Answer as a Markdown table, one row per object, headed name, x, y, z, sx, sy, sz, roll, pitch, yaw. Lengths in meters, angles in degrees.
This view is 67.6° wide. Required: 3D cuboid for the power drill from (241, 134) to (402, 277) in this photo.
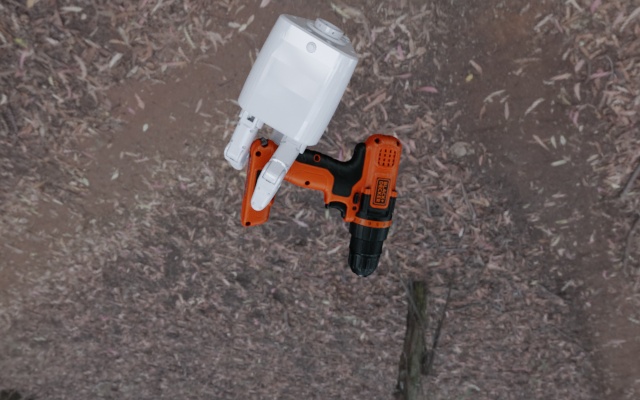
| name | x | y | z | sx | sy | sz | roll | pitch | yaw |
| --- | --- | --- | --- | --- | --- | --- | --- | --- | --- |
| power drill | 0.000 | 0.002 | 0.586 | 0.187 | 0.184 | 0.057 | 6 | 12 | -14 |
